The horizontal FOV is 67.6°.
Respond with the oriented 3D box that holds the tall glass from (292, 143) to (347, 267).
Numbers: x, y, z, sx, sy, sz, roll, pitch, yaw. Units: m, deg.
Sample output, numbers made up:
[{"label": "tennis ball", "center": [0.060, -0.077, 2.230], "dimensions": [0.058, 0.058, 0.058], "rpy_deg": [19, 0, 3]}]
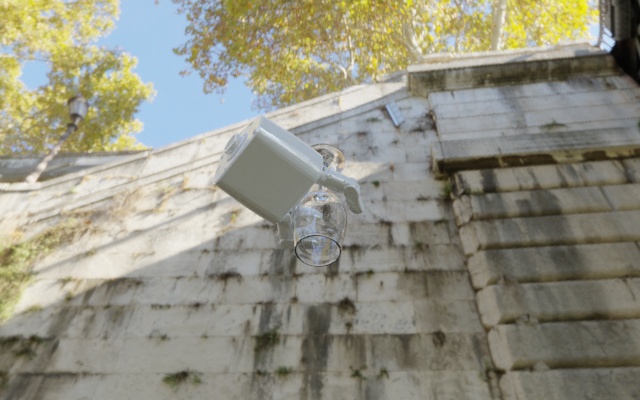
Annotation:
[{"label": "tall glass", "center": [0.000, 0.002, 0.705], "dimensions": [0.079, 0.079, 0.200], "rpy_deg": [0, 41, 2]}]
